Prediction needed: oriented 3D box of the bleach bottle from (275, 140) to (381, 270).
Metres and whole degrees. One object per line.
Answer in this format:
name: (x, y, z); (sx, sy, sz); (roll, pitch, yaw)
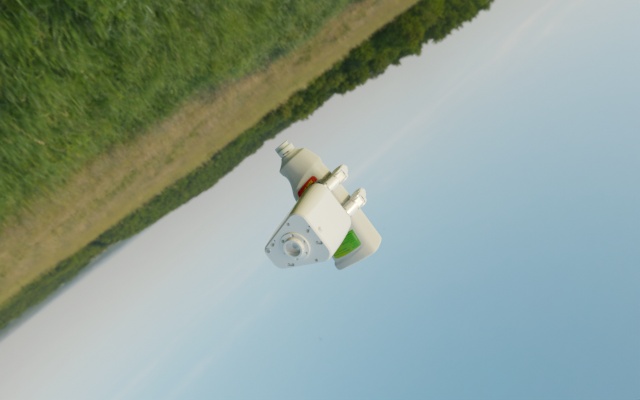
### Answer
bleach bottle: (0.000, 0.003, 0.867); (0.102, 0.251, 0.068); (-32, 12, 31)
